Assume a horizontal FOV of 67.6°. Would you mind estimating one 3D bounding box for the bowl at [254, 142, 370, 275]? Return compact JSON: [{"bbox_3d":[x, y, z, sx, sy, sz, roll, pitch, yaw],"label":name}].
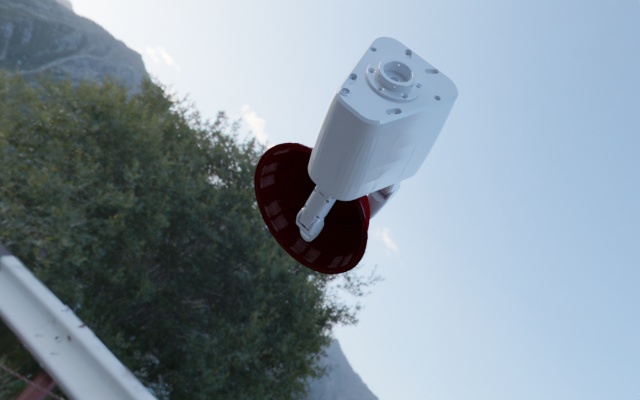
[{"bbox_3d":[0.000,0.002,0.546,0.162,0.162,0.055,0,25,43],"label":"bowl"}]
